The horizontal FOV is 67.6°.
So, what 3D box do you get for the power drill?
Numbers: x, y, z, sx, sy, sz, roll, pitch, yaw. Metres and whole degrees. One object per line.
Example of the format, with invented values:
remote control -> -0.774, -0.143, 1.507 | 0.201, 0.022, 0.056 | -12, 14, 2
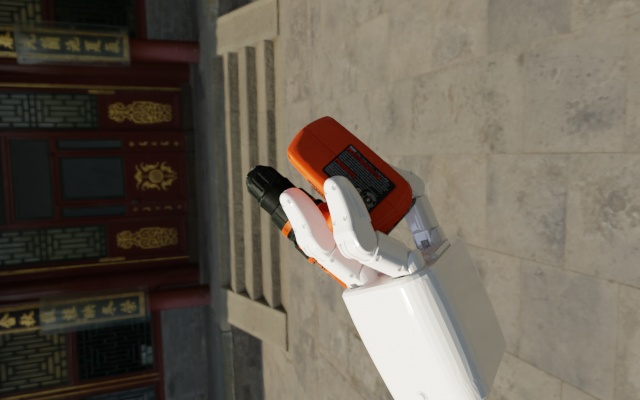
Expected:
power drill -> 0.000, 0.002, 0.455 | 0.184, 0.057, 0.188 | 41, -21, 9
